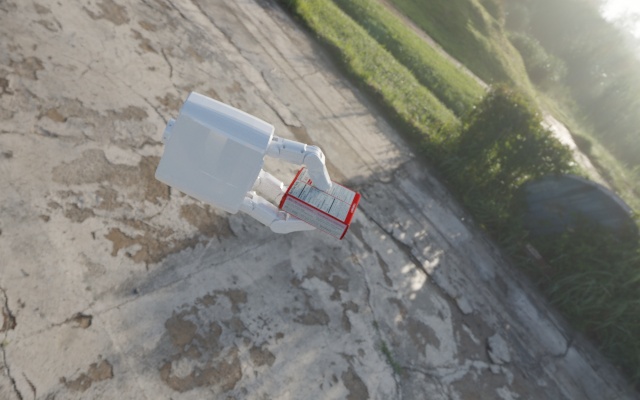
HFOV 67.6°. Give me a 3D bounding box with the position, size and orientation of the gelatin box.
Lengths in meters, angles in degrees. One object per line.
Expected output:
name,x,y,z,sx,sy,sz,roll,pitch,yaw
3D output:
gelatin box,0.001,0.002,0.604,0.089,0.030,0.073,26,35,0
